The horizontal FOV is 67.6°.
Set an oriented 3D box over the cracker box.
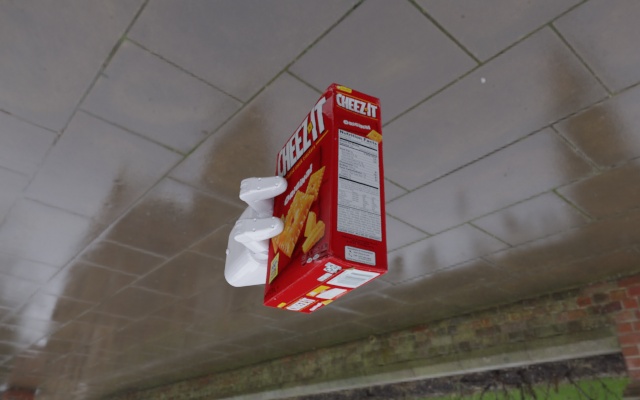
[{"bbox_3d":[0.000,0.002,0.545,0.072,0.213,0.164,15,-32,-23],"label":"cracker box"}]
